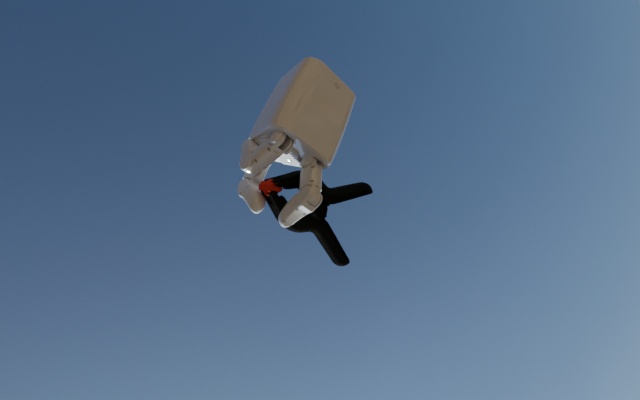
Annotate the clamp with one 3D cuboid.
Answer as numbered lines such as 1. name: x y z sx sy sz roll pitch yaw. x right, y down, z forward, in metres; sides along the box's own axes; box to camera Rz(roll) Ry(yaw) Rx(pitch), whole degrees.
1. clamp: 0.000 0.002 0.626 0.039 0.120 0.171 2 -27 48
